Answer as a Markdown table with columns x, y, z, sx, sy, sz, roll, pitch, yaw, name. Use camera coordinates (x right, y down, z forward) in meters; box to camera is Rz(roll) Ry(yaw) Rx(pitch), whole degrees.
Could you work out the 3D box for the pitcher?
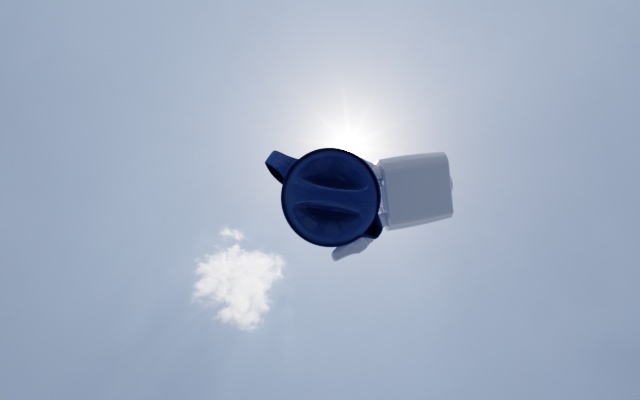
| x | y | z | sx | sy | sz | roll | pitch | yaw | name |
| --- | --- | --- | --- | --- | --- | --- | --- | --- | --- |
| 0.000 | 0.002 | 0.740 | 0.145 | 0.149 | 0.243 | -10 | -6 | -4 | pitcher |
